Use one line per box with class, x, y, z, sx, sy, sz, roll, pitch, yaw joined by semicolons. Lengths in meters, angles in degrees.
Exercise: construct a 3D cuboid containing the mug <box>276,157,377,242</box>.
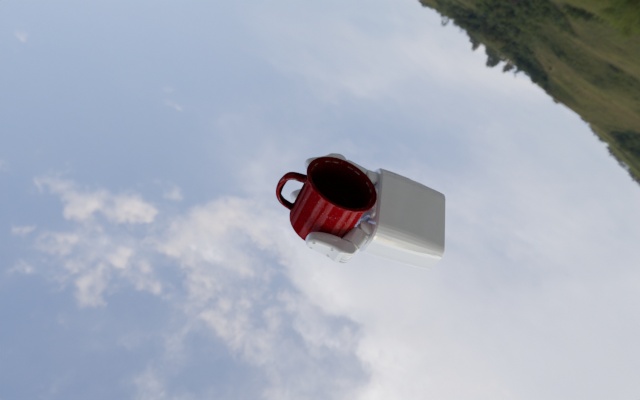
mug;-0.001;0.002;0.596;0.117;0.081;0.093;19;40;-14
